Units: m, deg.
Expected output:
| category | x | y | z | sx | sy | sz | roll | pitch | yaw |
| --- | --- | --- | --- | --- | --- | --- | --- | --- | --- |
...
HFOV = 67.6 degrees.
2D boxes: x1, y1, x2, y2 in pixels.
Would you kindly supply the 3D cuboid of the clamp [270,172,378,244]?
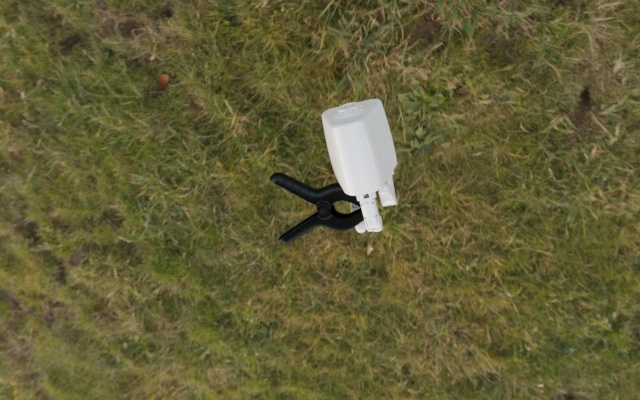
| category | x | y | z | sx | sy | sz | roll | pitch | yaw |
| --- | --- | --- | --- | --- | --- | --- | --- | --- | --- |
| clamp | 0.000 | 0.003 | 0.750 | 0.171 | 0.120 | 0.039 | -11 | 25 | 13 |
